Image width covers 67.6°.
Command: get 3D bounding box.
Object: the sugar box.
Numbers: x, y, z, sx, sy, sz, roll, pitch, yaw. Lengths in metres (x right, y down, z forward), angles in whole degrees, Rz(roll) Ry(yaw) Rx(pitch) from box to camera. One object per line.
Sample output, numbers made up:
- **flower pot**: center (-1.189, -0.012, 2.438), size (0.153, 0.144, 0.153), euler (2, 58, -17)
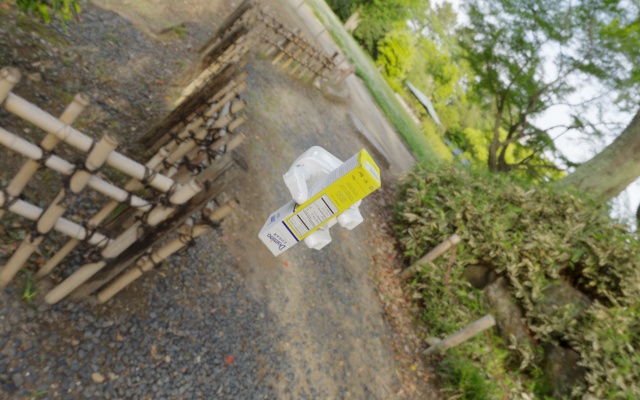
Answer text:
- **sugar box**: center (0.001, 0.003, 0.667), size (0.176, 0.048, 0.093), euler (-37, 10, 16)
